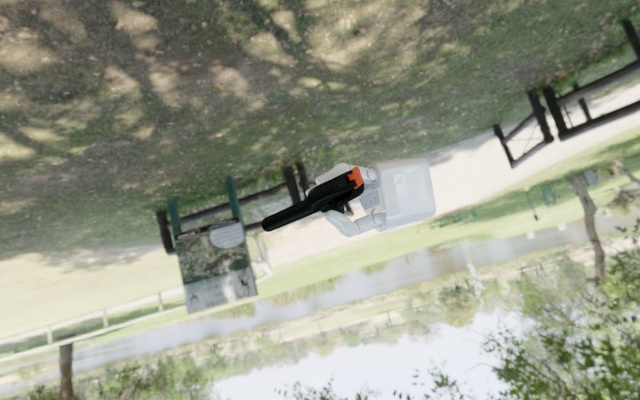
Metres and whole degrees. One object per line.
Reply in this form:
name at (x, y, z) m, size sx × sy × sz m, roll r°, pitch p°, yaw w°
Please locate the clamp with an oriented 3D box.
clamp at (0.001, 0.003, 0.772) m, size 0.164 × 0.036 × 0.210 m, roll -13°, pitch -14°, yaw -25°
